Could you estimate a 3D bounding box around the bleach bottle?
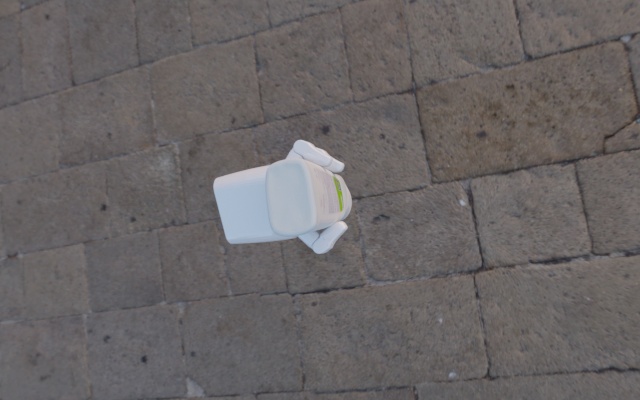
[{"bbox_3d":[0.000,0.002,0.715,0.068,0.102,0.251,-10,-7,18],"label":"bleach bottle"}]
